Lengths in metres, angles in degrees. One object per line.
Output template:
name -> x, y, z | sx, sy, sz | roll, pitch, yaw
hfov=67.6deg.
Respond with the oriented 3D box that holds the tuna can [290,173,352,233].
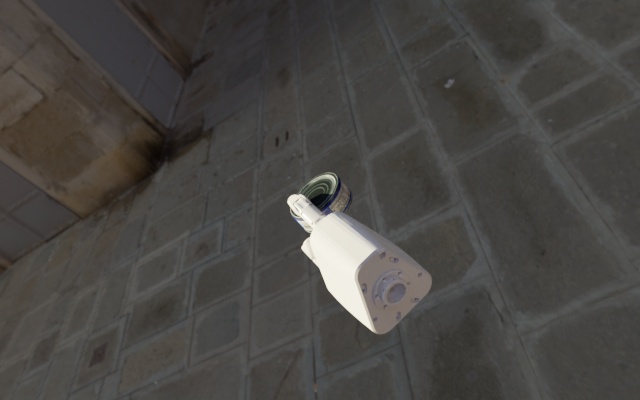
tuna can -> 0.000, 0.002, 0.667 | 0.086, 0.086, 0.034 | 0, -40, 50
